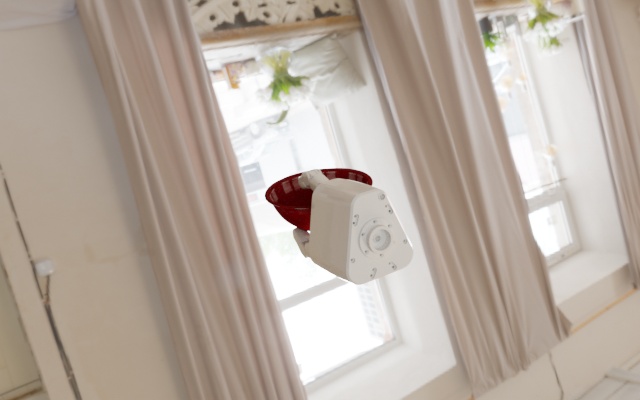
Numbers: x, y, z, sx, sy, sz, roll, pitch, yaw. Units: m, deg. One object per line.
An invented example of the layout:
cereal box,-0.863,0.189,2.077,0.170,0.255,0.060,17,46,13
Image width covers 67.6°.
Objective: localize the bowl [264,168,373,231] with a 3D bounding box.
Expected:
bowl,0.000,0.002,0.718,0.162,0.055,0.162,-7,22,3
